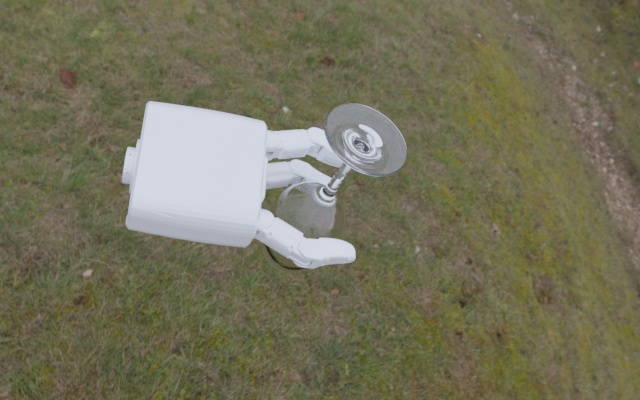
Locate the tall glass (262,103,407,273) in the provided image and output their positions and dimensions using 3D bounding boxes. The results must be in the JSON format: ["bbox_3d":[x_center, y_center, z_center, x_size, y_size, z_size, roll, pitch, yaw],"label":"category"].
[{"bbox_3d":[0.000,0.001,0.461,0.079,0.079,0.201,0,-32,-26],"label":"tall glass"}]
